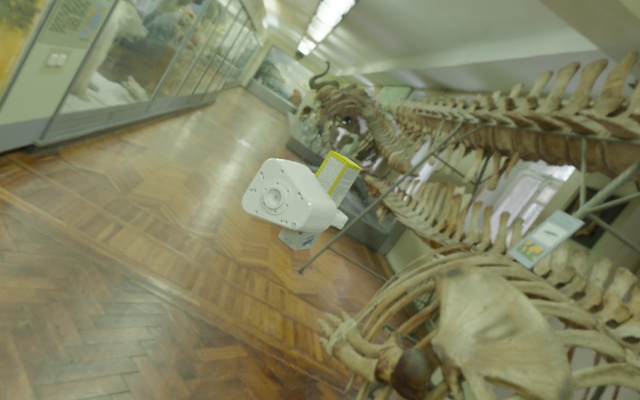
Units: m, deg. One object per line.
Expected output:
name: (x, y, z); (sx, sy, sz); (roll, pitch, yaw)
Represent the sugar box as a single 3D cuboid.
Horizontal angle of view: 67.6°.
sugar box: (0.000, 0.002, 0.834); (0.048, 0.176, 0.093); (37, 9, 18)
